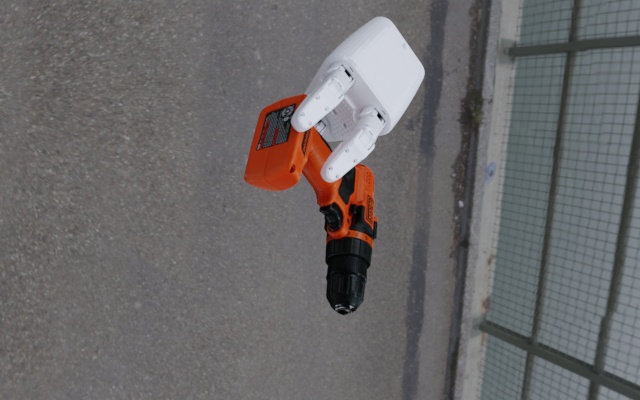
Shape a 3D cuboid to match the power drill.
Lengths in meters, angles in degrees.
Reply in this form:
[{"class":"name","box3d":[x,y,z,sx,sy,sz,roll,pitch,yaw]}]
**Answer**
[{"class":"power drill","box3d":[0.000,0.001,0.488,0.057,0.184,0.188,-13,-40,25]}]
